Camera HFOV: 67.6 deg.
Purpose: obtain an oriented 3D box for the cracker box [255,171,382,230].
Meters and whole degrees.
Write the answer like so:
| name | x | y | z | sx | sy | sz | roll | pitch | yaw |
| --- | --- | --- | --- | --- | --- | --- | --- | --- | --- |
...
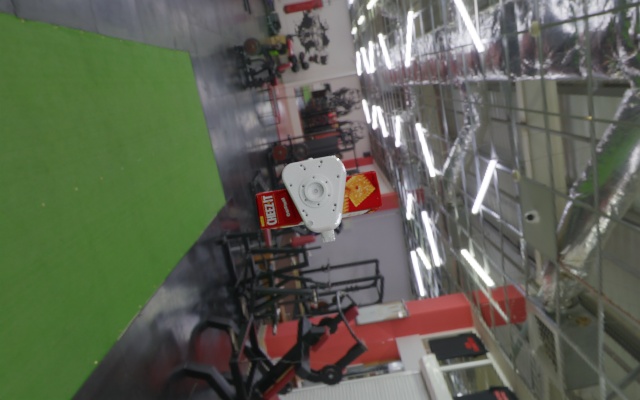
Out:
| name | x | y | z | sx | sy | sz | roll | pitch | yaw |
| --- | --- | --- | --- | --- | --- | --- | --- | --- | --- |
| cracker box | 0.000 | 0.003 | 0.892 | 0.214 | 0.072 | 0.164 | -10 | -4 | 2 |
